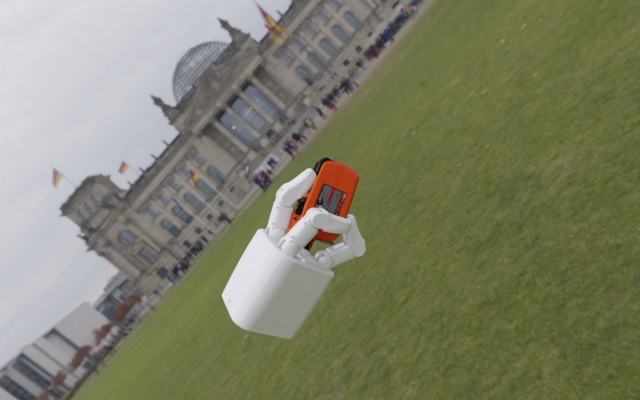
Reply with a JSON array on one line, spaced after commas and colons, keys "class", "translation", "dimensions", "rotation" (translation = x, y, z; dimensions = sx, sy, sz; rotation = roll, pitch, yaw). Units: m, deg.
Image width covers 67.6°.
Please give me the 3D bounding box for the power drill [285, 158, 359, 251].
[{"class": "power drill", "translation": [0.000, 0.002, 0.708], "dimensions": [0.057, 0.184, 0.188], "rotation": [21, -14, -7]}]
